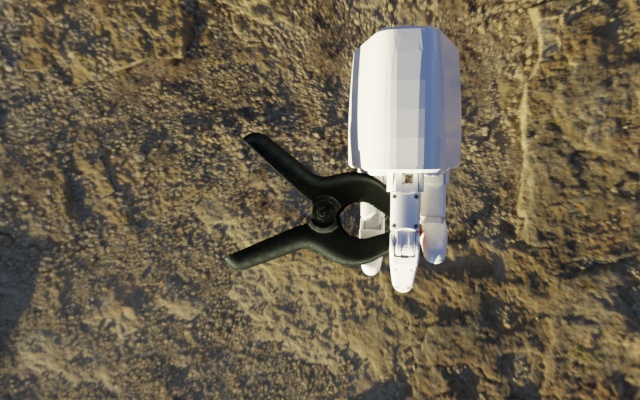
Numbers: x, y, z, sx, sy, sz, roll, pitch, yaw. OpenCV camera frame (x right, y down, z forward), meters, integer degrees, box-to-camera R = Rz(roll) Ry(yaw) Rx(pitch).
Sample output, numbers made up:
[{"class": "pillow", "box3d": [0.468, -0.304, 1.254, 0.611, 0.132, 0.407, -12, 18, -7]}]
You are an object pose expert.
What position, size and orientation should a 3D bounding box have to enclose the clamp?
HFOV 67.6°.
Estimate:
[{"class": "clamp", "box3d": [0.000, 0.001, 0.407, 0.171, 0.120, 0.039, 0, 5, 8]}]
